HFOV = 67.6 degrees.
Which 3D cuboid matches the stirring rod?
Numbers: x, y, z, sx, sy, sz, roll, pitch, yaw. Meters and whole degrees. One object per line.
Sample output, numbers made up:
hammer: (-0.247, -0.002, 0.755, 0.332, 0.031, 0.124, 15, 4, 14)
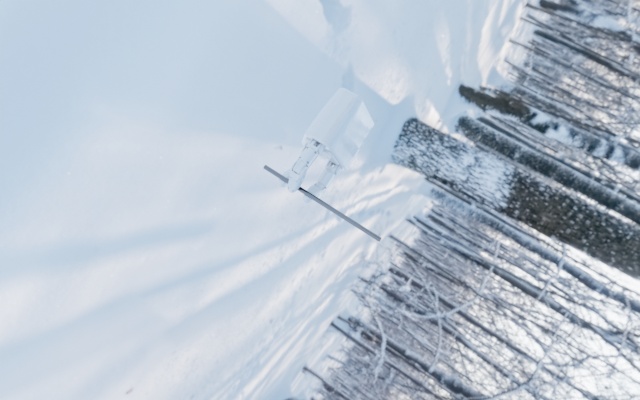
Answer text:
stirring rod: (0.000, 0.003, 0.818, 0.239, 0.011, 0.011, 32, 8, 13)
